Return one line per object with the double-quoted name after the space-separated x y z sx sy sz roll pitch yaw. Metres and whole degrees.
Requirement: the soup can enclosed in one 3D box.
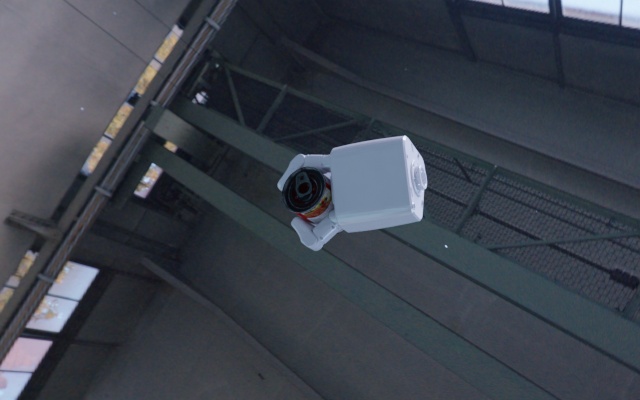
0.000 0.003 0.686 0.068 0.068 0.102 0 -20 30 "soup can"
